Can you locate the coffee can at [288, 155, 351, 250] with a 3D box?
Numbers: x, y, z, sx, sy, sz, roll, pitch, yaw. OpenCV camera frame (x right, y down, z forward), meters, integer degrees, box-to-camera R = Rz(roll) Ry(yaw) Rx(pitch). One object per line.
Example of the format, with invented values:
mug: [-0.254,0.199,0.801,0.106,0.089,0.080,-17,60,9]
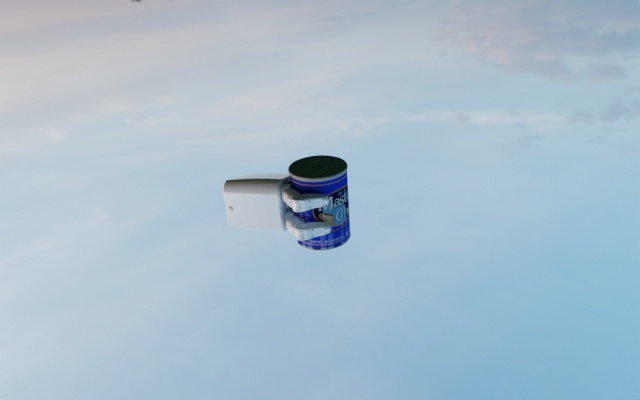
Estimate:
coffee can: [0.000,0.003,0.852,0.103,0.140,0.102,-4,27,2]
